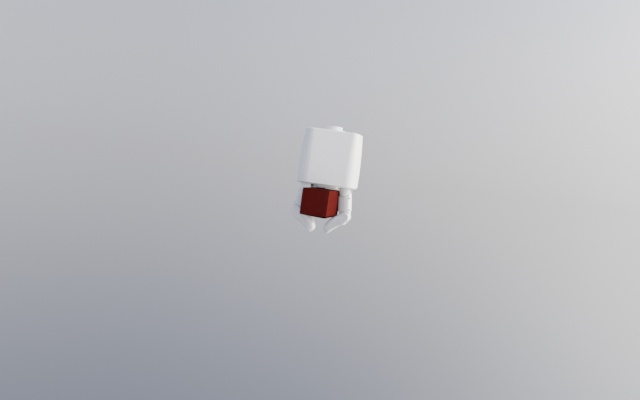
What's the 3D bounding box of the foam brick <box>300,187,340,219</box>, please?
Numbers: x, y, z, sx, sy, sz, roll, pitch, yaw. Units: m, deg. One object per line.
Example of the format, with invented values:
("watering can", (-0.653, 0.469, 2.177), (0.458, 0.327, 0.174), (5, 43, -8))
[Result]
("foam brick", (0.000, 0.003, 0.897), (0.053, 0.051, 0.078), (10, 4, 17))
